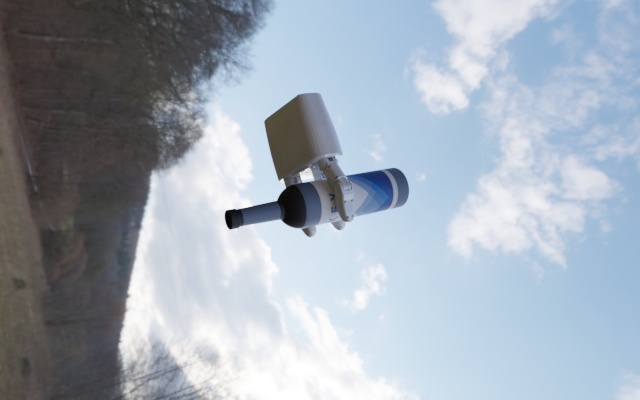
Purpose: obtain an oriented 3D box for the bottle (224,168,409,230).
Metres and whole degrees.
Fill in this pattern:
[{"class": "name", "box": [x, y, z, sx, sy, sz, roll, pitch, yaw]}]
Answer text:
[{"class": "bottle", "box": [0.000, 0.002, 0.717, 0.295, 0.069, 0.069, -11, 5, -30]}]
